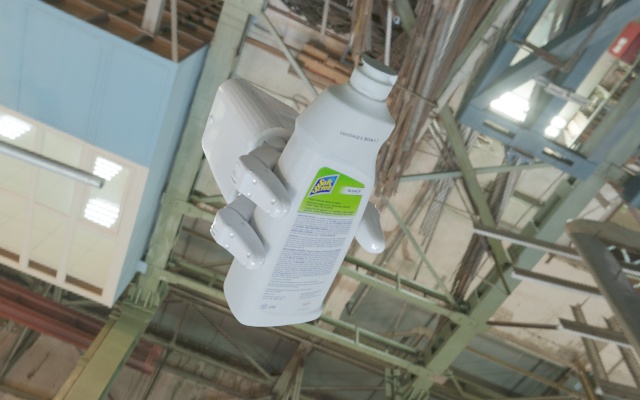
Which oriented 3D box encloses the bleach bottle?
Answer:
[{"bbox_3d":[0.000,0.001,0.409,0.102,0.251,0.068,3,37,-37],"label":"bleach bottle"}]
